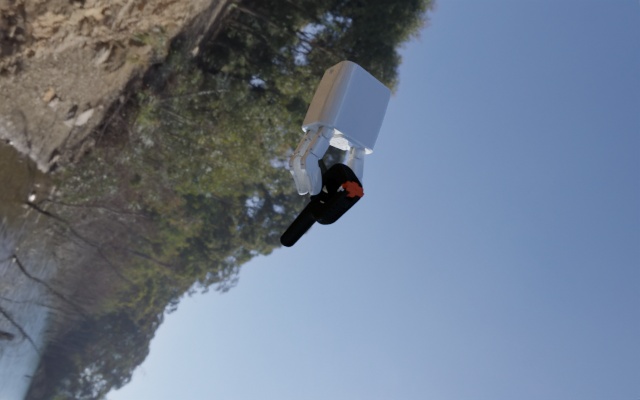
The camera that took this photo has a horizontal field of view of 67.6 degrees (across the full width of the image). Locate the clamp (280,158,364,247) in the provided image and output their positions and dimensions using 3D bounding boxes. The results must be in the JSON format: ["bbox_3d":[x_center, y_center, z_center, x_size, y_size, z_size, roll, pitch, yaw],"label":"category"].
[{"bbox_3d":[0.001,0.002,0.728,0.036,0.164,0.210,23,-7,-21],"label":"clamp"}]
